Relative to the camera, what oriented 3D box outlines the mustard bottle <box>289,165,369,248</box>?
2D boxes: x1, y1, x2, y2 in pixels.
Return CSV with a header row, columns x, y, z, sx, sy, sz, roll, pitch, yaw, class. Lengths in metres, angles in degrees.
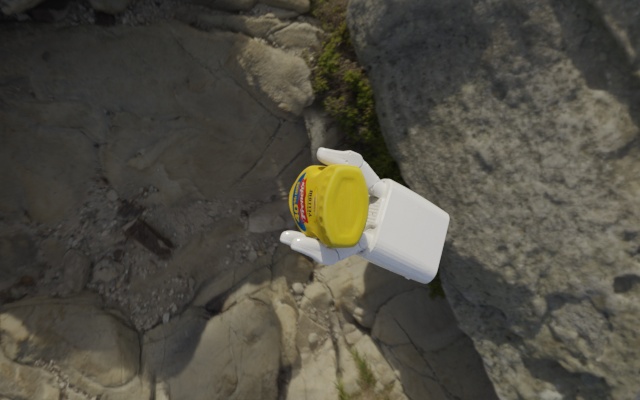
x,y,z,sx,sy,sz,roll,pitch,yaw,class
0.000,0.002,0.628,0.058,0.096,0.191,0,3,-19,mustard bottle
